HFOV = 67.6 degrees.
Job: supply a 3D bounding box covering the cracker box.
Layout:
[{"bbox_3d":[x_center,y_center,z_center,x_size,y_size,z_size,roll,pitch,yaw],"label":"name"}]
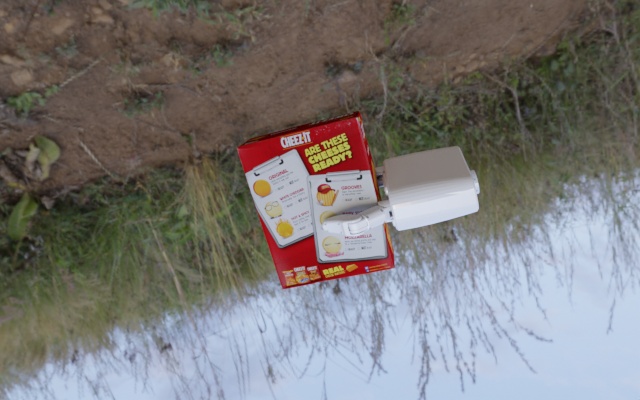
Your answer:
[{"bbox_3d":[0.000,0.002,0.658,0.164,0.214,0.072,-13,17,11],"label":"cracker box"}]
